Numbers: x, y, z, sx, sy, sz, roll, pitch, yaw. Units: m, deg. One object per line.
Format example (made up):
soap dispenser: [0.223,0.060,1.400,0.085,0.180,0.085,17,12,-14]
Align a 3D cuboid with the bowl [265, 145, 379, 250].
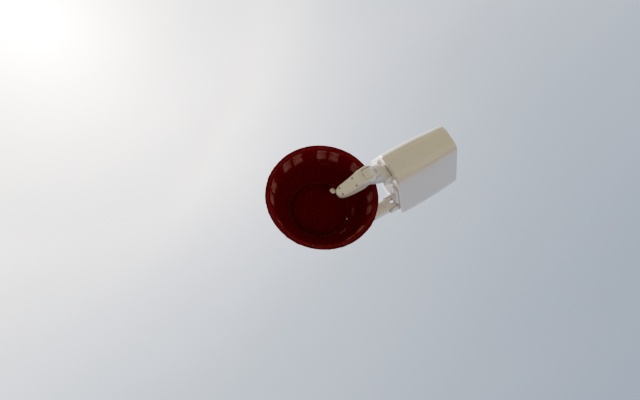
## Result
bowl: [-0.001,0.003,0.697,0.162,0.162,0.055,0,-23,-7]
